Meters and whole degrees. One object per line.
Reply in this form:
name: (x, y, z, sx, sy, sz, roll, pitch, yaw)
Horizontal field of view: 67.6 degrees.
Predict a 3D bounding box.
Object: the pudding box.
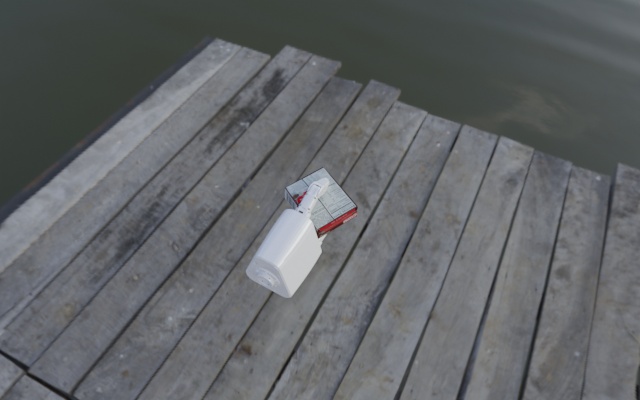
pudding box: (0.000, 0.003, 0.867, 0.090, 0.113, 0.039, -29, -27, -19)
